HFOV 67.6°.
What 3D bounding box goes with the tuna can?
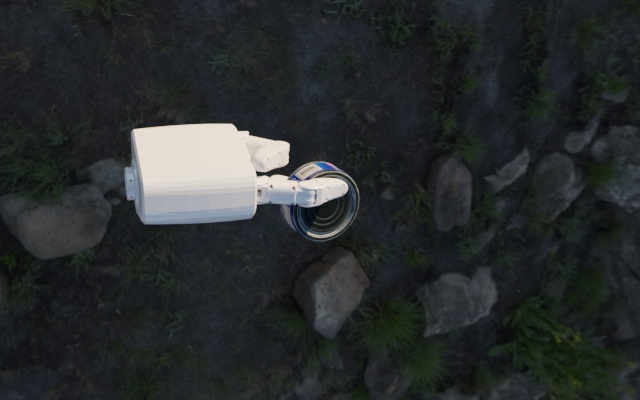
[{"bbox_3d":[0.000,0.002,0.533,0.086,0.086,0.033,0,19,-29],"label":"tuna can"}]
